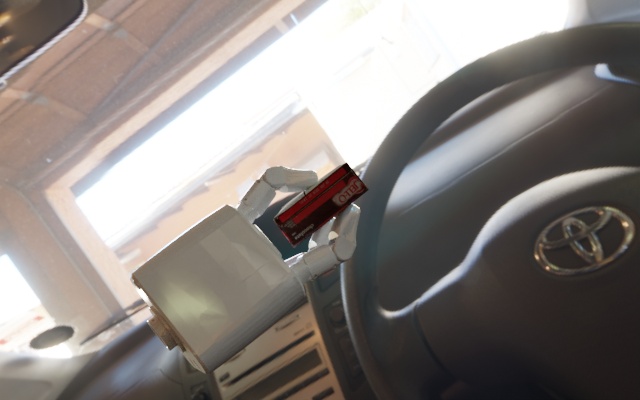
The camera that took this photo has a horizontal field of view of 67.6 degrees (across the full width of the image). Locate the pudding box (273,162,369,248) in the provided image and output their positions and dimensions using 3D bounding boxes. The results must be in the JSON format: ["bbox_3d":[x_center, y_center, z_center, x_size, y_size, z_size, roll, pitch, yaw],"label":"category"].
[{"bbox_3d":[0.000,0.002,0.496,0.090,0.039,0.113,-37,4,2],"label":"pudding box"}]
